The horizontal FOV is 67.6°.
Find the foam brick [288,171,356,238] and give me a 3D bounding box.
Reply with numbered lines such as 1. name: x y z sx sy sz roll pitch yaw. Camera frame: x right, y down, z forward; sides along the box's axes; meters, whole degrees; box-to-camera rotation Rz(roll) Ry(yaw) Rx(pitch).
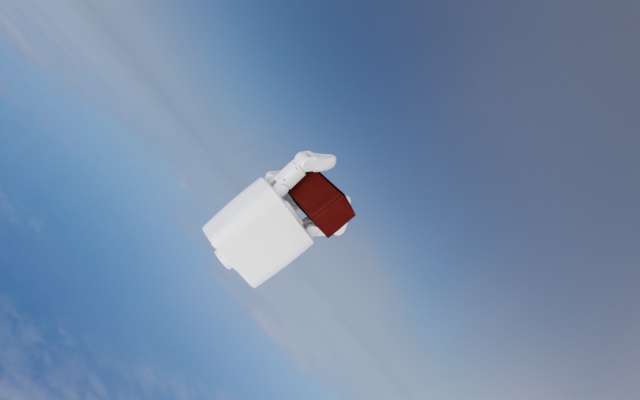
1. foam brick: 0.000 0.002 0.645 0.078 0.051 0.053 44 -9 44
